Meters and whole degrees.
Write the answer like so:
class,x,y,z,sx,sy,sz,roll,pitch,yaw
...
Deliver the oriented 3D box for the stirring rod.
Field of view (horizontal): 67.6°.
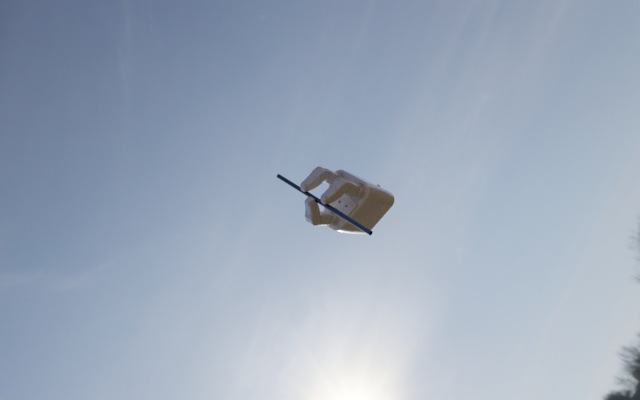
class,x,y,z,sx,sy,sz,roll,pitch,yaw
stirring rod,0.000,0.003,0.837,0.011,0.011,0.239,0,24,-48
